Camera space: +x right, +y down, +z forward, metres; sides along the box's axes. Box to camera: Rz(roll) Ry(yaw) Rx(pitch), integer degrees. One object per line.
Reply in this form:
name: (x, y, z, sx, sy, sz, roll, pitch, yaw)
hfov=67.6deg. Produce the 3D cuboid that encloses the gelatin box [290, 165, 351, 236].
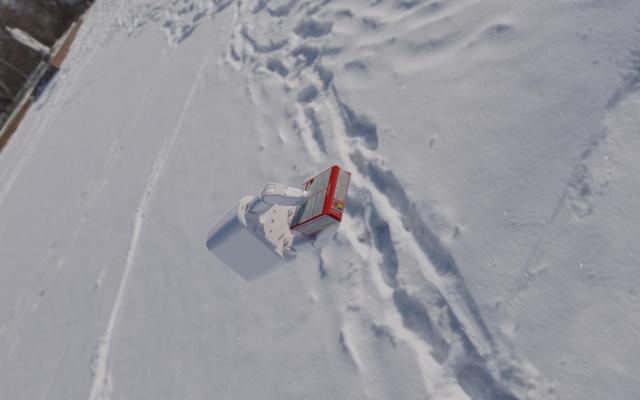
gelatin box: (0.000, 0.002, 0.643, 0.030, 0.073, 0.089, 27, -30, -25)
